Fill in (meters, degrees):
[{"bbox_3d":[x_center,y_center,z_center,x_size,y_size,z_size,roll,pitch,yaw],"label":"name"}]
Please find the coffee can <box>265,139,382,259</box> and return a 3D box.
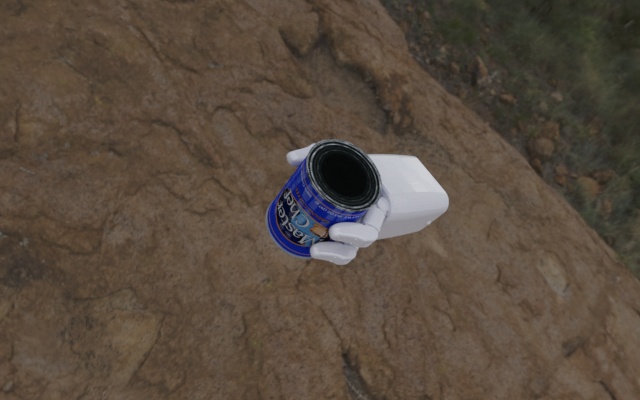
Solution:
[{"bbox_3d":[0.000,0.002,0.621,0.103,0.102,0.140,0,-29,-29],"label":"coffee can"}]
